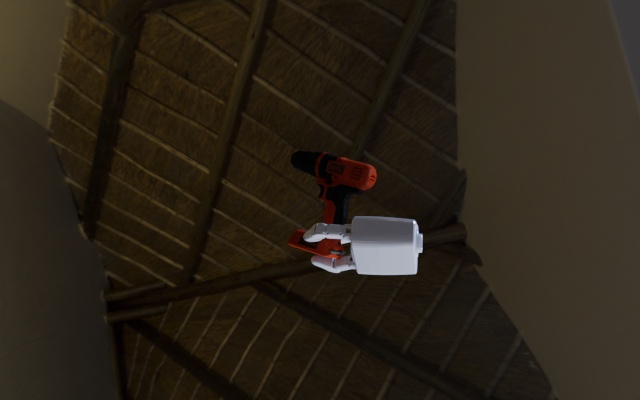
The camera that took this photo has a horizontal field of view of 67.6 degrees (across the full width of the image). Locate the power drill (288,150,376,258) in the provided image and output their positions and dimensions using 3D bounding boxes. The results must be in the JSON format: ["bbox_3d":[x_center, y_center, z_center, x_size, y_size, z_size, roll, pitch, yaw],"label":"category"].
[{"bbox_3d":[0.000,0.003,0.896,0.184,0.187,0.057,16,2,34],"label":"power drill"}]
